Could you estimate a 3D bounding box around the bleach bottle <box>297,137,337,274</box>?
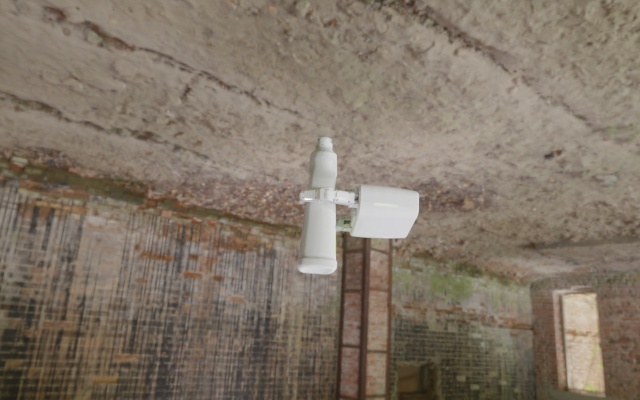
[{"bbox_3d":[0.000,0.003,0.868,0.068,0.250,0.102,5,-15,-3],"label":"bleach bottle"}]
